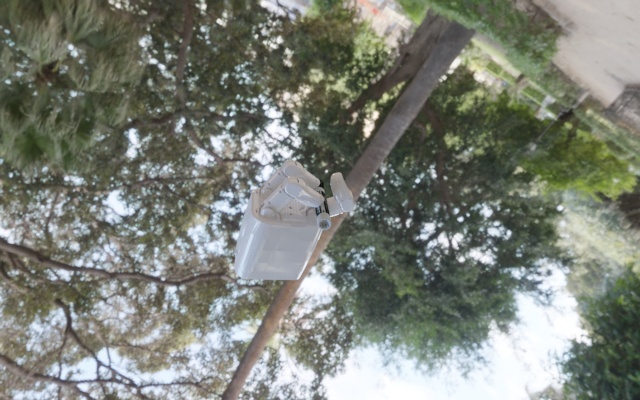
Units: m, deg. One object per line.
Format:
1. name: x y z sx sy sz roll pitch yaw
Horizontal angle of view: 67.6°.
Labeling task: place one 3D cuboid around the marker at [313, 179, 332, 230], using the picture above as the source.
1. marker: 0.000 0.002 0.678 0.020 0.020 0.121 0 29 -6
